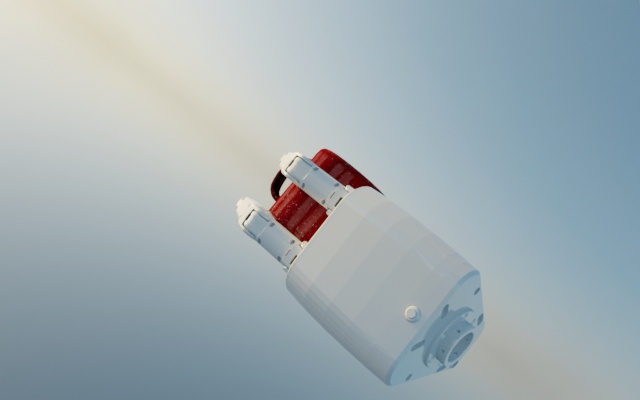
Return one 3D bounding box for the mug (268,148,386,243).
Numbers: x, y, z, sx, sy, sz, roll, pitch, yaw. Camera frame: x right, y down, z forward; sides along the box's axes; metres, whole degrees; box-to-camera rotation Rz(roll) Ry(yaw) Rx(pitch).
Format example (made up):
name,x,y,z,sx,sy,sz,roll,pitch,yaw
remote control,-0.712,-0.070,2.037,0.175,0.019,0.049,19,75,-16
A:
name,x,y,z,sx,sy,sz,roll,pitch,yaw
mug,-0.001,0.001,0.443,0.117,0.081,0.093,40,0,37
